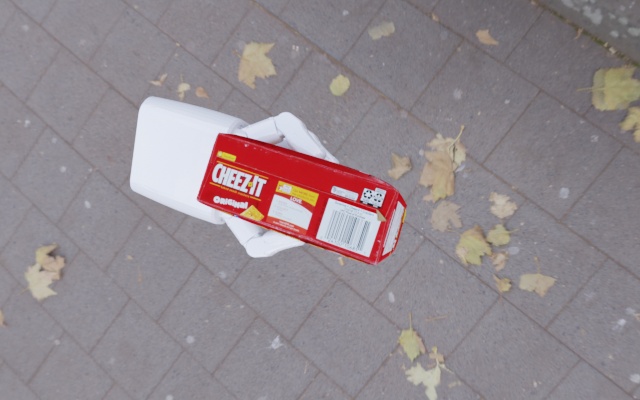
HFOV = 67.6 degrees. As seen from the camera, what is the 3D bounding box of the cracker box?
[{"bbox_3d":[0.000,0.002,0.487,0.164,0.072,0.214,18,1,13],"label":"cracker box"}]
